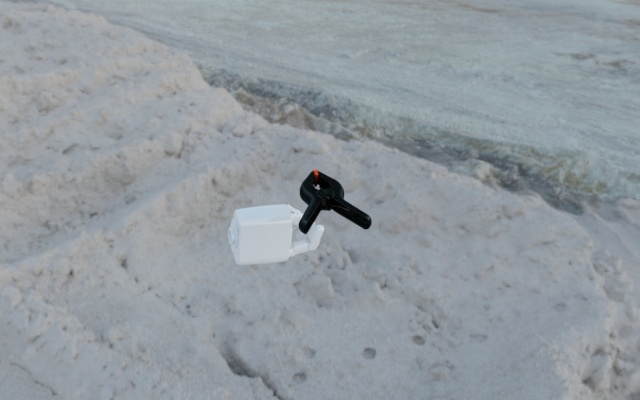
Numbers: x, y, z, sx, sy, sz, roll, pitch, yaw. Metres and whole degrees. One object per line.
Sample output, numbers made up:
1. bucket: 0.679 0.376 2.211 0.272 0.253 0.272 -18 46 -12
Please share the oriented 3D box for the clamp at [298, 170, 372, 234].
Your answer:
1. clamp: 0.000 0.002 0.818 0.120 0.039 0.171 -4 32 -24
